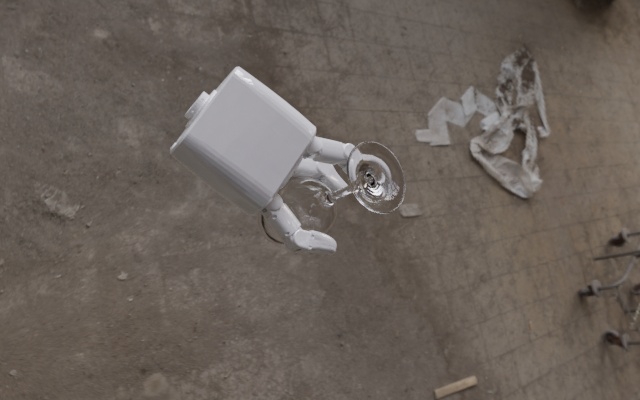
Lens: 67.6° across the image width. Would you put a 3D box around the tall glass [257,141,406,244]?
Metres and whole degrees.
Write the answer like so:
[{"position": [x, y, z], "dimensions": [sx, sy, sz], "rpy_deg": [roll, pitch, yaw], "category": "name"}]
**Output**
[{"position": [0.001, 0.002, 0.543], "dimensions": [0.079, 0.079, 0.201], "rpy_deg": [0, -15, -35], "category": "tall glass"}]
